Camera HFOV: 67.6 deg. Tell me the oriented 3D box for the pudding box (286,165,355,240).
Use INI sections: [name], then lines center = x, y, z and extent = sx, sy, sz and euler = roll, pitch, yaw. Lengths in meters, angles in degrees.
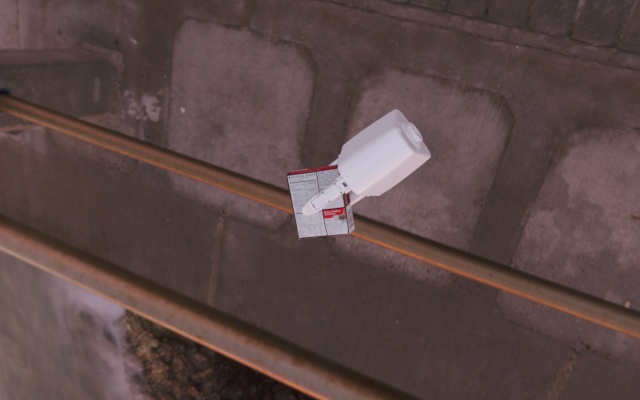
[pudding box]
center = 0.000, 0.003, 0.767
extent = 0.090, 0.113, 0.039
euler = -6, 11, 18
